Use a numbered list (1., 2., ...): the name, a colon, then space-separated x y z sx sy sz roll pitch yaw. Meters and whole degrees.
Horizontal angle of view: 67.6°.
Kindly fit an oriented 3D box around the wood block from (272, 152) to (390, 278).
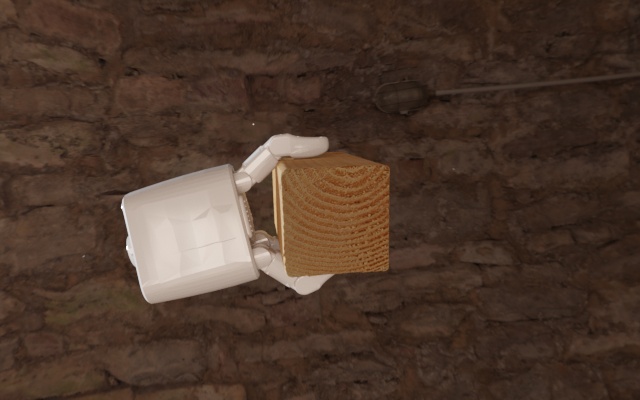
1. wood block: 0.000 0.001 0.486 0.090 0.091 0.206 -3 9 -8
